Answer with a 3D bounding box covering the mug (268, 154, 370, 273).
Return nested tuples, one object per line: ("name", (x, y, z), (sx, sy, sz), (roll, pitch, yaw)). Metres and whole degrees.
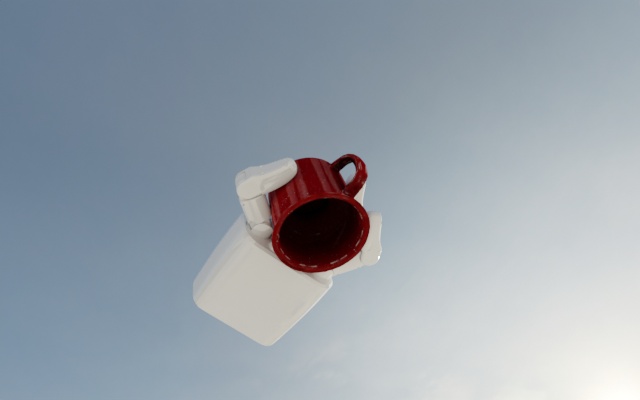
("mug", (0.001, 0.000, 0.468), (0.093, 0.117, 0.081), (29, 23, -30))
